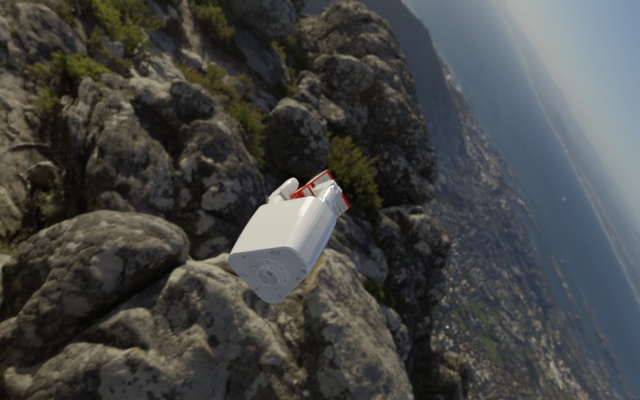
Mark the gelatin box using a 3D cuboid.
[{"bbox_3d":[0.001,0.002,0.753,0.030,0.073,0.089,-27,8,39],"label":"gelatin box"}]
